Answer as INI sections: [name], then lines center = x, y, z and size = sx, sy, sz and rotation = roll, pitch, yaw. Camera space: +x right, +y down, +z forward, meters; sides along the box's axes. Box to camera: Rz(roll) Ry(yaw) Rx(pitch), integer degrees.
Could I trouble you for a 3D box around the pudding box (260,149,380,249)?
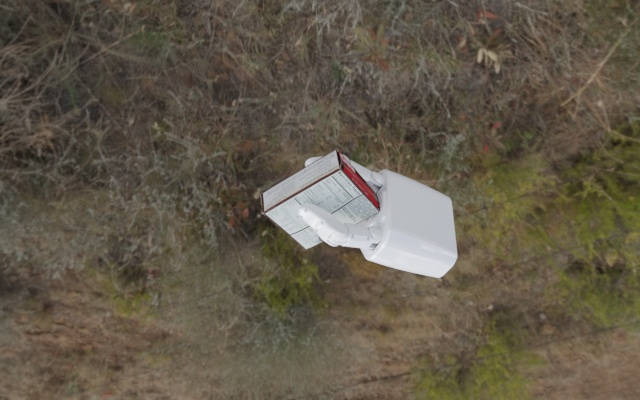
[pudding box]
center = 0.000, 0.002, 0.563
size = 0.113, 0.039, 0.090
rotation = -30, -50, 18
